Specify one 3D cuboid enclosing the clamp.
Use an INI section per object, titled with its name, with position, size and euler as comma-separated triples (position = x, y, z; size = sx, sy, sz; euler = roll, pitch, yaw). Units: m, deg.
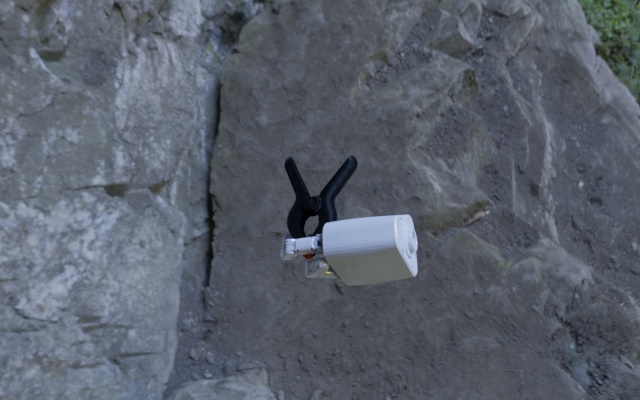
[clamp]
position = 0.000, 0.002, 0.734
size = 0.120, 0.171, 0.039
euler = -10, -21, 23
